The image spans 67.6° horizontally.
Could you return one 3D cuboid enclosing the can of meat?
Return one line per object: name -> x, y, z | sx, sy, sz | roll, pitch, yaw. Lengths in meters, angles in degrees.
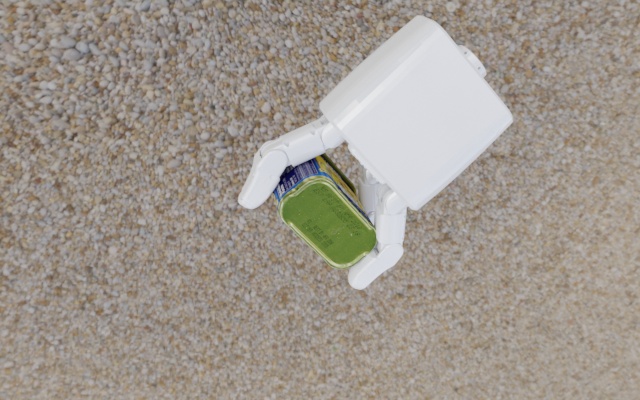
can of meat -> 0.000, 0.002, 0.425 | 0.102, 0.057, 0.084 | 45, 10, -31
